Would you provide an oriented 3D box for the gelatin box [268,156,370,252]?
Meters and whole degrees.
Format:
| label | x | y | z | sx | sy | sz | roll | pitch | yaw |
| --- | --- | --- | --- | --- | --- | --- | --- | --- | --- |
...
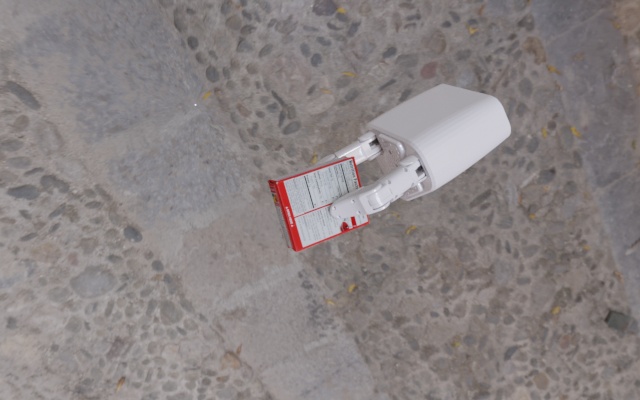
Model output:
| label | x | y | z | sx | sy | sz | roll | pitch | yaw |
| --- | --- | --- | --- | --- | --- | --- | --- | --- | --- |
| gelatin box | 0.000 | 0.002 | 0.483 | 0.089 | 0.073 | 0.030 | -20 | 13 | -21 |
